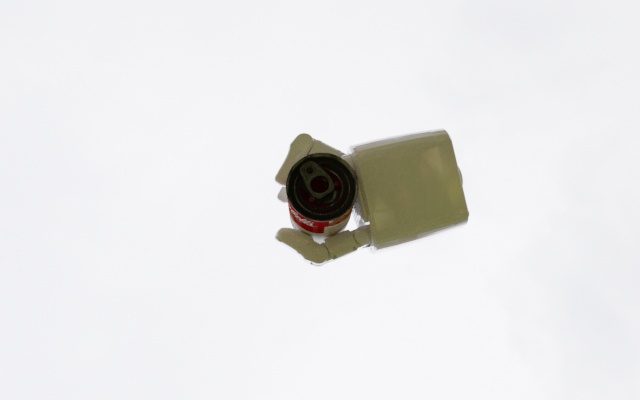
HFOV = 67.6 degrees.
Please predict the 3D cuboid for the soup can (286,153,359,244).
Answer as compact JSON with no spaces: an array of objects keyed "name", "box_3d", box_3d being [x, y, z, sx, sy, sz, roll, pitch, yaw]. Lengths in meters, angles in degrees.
[{"name":"soup can","box_3d":[0.000,0.002,0.489,0.068,0.068,0.102,0,-17,-2]}]
